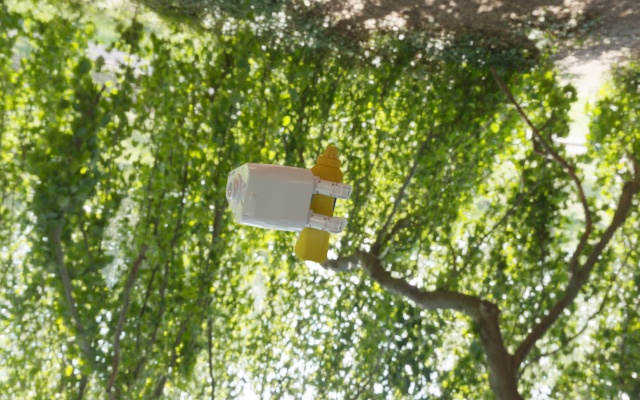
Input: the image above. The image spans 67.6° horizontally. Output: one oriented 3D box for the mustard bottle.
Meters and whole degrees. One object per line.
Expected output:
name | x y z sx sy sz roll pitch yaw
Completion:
mustard bottle | 0.000 0.003 0.805 0.058 0.191 0.096 11 8 -3
